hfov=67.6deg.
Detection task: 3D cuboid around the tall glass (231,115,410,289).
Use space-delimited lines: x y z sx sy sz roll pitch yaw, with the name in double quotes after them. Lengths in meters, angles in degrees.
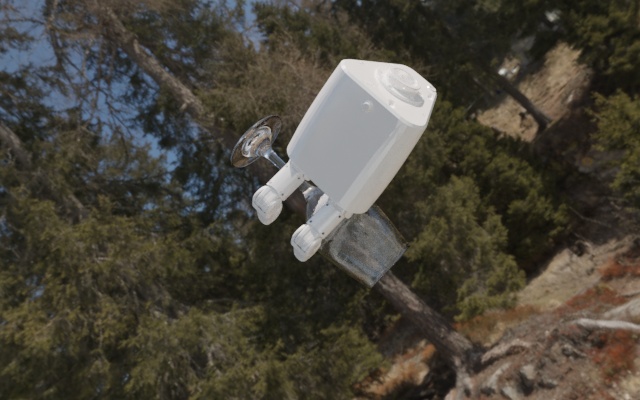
0.000 0.001 0.505 0.201 0.079 0.079 44 11 11 "tall glass"
